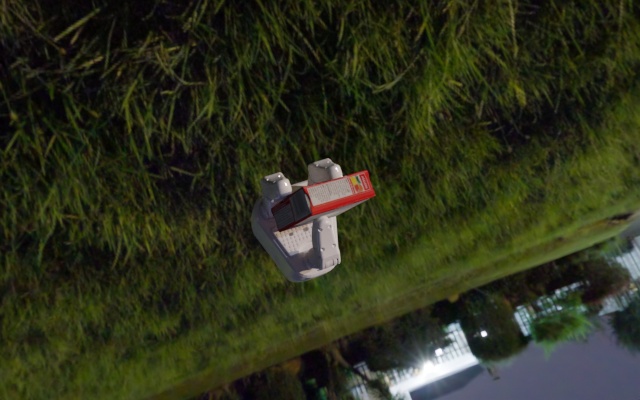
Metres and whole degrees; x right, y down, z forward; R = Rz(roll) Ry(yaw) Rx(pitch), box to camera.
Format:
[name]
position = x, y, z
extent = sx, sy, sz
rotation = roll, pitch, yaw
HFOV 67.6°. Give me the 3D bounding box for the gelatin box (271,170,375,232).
[gelatin box]
position = 0.000, 0.002, 0.477
extent = 0.073, 0.030, 0.089
rotation = -16, -7, -28
